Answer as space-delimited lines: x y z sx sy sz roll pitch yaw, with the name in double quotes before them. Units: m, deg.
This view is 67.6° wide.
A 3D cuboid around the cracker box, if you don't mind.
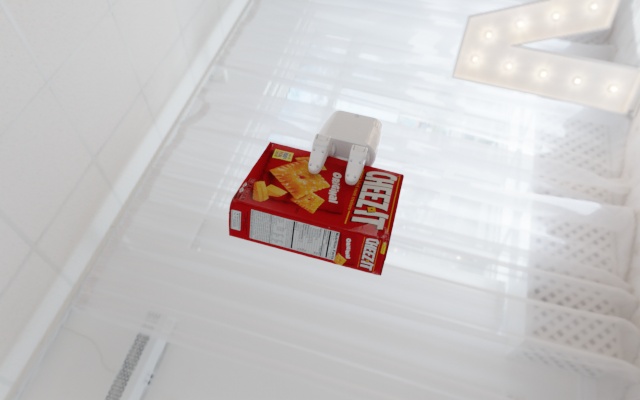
"cracker box" 0.000 0.002 0.675 0.213 0.072 0.164 14 37 8
